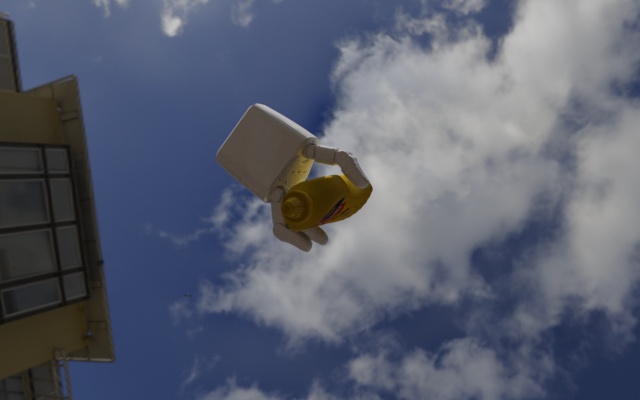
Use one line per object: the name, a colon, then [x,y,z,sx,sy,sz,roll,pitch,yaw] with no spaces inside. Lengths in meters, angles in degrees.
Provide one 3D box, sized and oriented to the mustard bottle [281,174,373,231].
mustard bottle: [0.000,0.002,0.654,0.096,0.058,0.191,-36,-11,23]
